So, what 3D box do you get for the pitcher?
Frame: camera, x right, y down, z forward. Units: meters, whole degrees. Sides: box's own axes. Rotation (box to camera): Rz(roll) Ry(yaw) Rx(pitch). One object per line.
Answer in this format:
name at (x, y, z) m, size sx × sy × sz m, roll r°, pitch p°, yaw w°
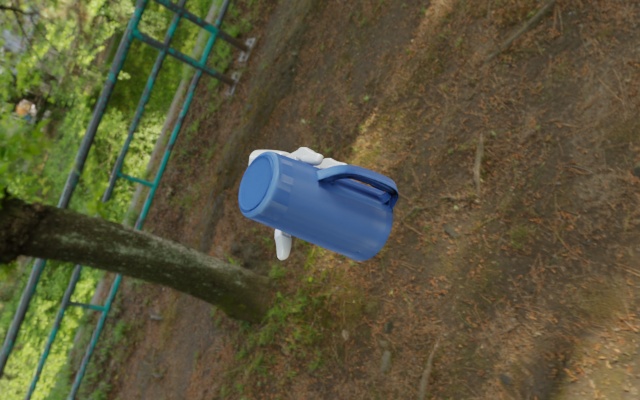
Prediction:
pitcher at (0.000, 0.003, 0.779) m, size 0.243 × 0.149 × 0.145 m, roll 21°, pitch -2°, yaw -35°
